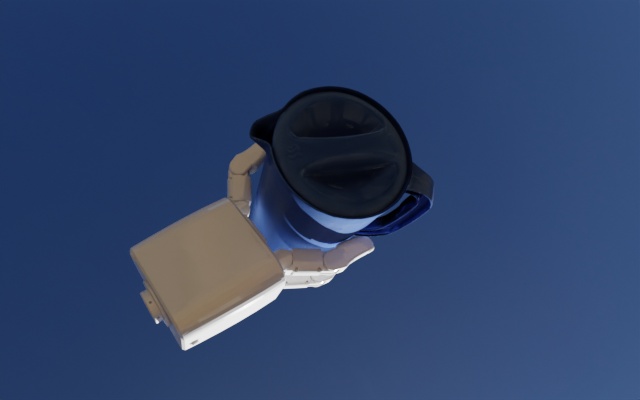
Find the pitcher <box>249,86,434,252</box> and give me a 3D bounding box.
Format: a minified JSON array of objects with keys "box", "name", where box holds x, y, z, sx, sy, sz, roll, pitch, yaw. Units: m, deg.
[{"box":[0.000,0.002,0.524,0.145,0.149,0.243,-28,-12,-25],"name":"pitcher"}]
